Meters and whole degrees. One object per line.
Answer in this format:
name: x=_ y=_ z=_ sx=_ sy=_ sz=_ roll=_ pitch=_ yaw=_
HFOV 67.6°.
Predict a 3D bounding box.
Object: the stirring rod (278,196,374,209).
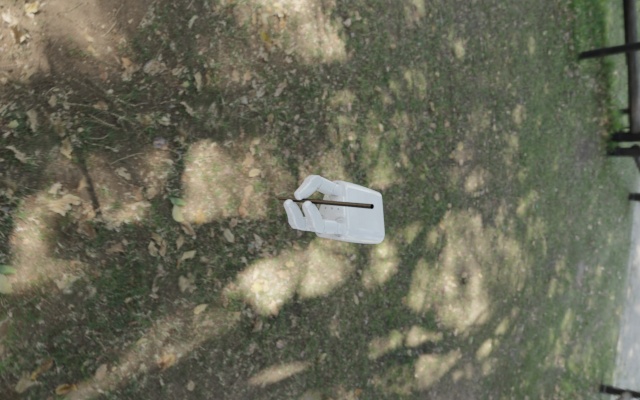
stirring rod: x=0.000 y=0.003 z=0.804 sx=0.011 sy=0.011 sz=0.239 roll=0 pitch=3 yaw=-40
